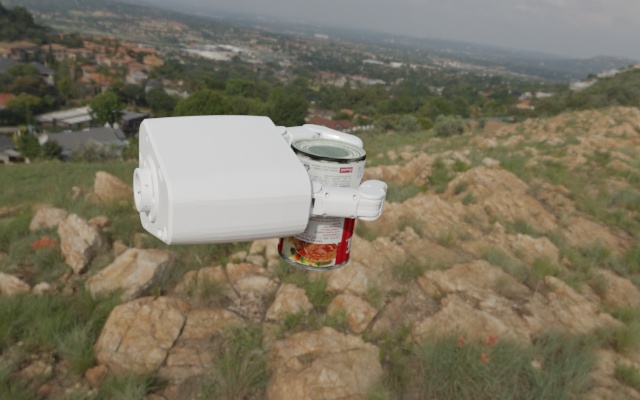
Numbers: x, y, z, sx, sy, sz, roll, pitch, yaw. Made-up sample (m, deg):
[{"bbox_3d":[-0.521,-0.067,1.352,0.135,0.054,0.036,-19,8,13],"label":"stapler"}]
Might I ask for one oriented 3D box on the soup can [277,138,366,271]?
[{"bbox_3d":[0.001,0.001,0.426,0.068,0.102,0.068,7,20,-3],"label":"soup can"}]
